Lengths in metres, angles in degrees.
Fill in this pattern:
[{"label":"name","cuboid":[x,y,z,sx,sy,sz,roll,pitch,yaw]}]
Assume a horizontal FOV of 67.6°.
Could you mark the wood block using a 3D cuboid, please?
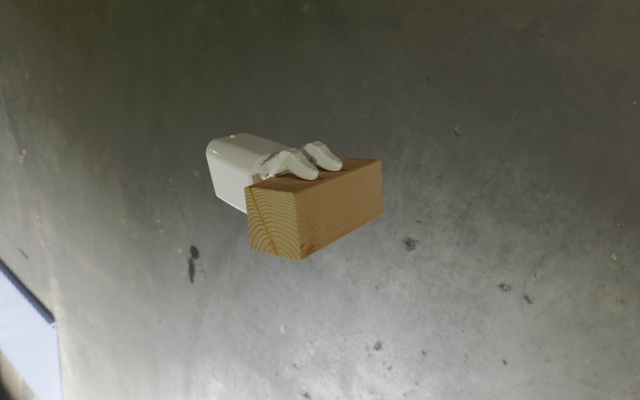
[{"label":"wood block","cuboid":[0.000,0.003,0.682,0.090,0.091,0.206,8,20,37]}]
